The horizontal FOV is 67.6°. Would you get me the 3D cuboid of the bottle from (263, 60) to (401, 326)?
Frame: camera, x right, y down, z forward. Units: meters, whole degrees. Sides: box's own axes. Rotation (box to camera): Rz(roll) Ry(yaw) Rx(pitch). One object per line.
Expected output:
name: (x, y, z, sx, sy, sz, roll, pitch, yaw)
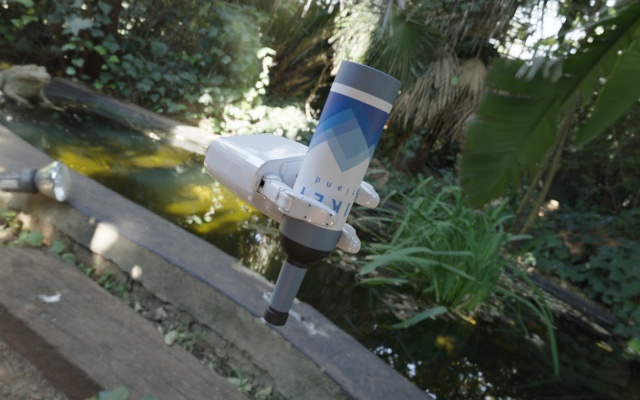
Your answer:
bottle: (0.000, 0.001, 0.520, 0.069, 0.296, 0.069, 21, 10, -4)
